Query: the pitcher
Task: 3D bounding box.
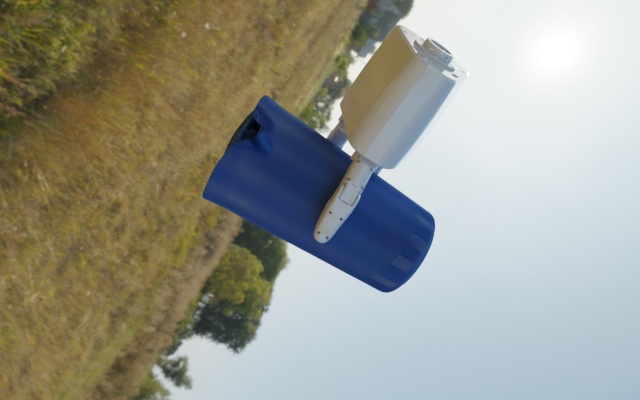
[{"bbox_3d":[0.000,0.002,0.549,0.243,0.145,0.149,32,27,-6],"label":"pitcher"}]
